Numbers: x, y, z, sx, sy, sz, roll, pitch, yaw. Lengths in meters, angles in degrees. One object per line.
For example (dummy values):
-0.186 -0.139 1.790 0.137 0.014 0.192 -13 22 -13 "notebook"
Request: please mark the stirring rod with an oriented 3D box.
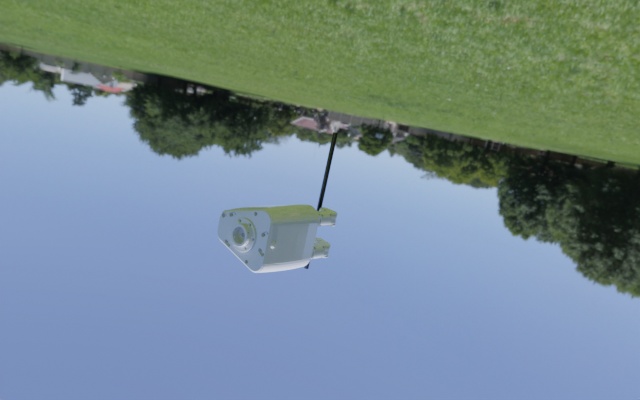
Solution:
0.000 0.003 0.817 0.011 0.239 0.011 12 10 -2 "stirring rod"
